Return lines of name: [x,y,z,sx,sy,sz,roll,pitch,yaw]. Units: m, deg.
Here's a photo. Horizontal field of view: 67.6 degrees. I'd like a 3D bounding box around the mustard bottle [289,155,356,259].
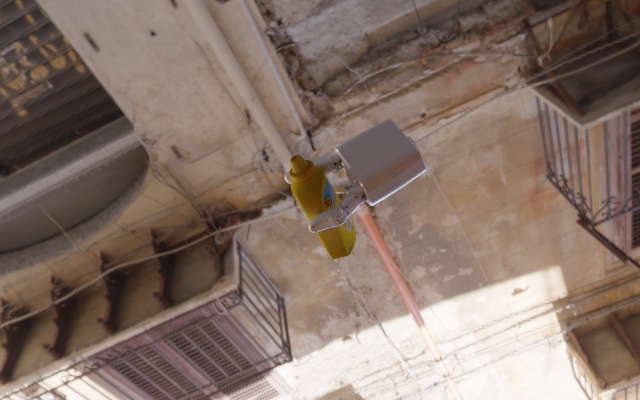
mustard bottle: [0.000,0.003,0.782,0.058,0.192,0.096,-15,39,18]
